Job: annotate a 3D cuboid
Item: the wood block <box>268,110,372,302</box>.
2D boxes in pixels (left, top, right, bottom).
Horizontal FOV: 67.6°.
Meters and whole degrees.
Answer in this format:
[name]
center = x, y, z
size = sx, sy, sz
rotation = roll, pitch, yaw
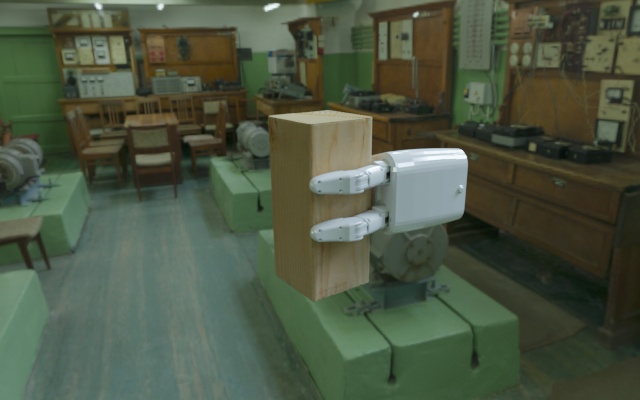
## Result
[wood block]
center = 0.000, 0.002, 0.578
size = 0.090, 0.206, 0.091
rotation = -12, 21, -33
